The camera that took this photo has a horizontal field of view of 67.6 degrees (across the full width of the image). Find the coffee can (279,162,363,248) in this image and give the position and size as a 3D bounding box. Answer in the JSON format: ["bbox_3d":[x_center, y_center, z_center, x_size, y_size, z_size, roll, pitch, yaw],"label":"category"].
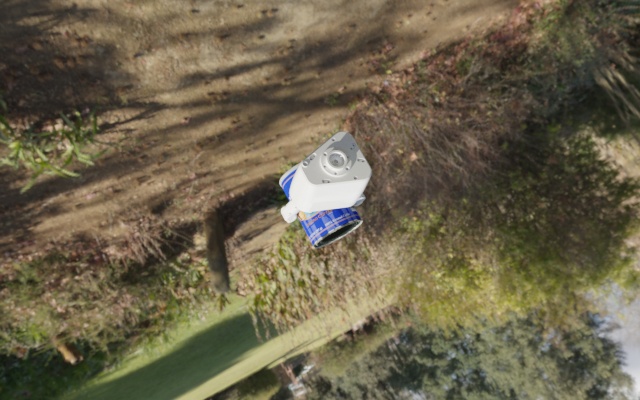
[{"bbox_3d":[0.000,0.003,0.887,0.103,0.140,0.103,-27,-14,-7],"label":"coffee can"}]
